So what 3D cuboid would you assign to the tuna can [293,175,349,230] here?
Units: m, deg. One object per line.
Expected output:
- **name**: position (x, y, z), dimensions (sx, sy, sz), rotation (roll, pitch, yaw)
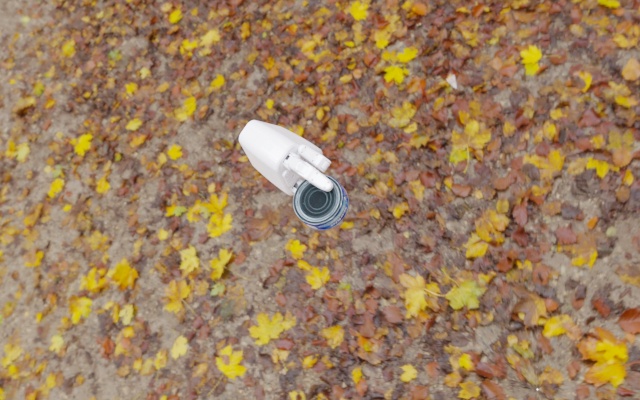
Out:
- **tuna can**: position (0.000, 0.002, 0.761), dimensions (0.086, 0.086, 0.034), rotation (0, -17, 19)
